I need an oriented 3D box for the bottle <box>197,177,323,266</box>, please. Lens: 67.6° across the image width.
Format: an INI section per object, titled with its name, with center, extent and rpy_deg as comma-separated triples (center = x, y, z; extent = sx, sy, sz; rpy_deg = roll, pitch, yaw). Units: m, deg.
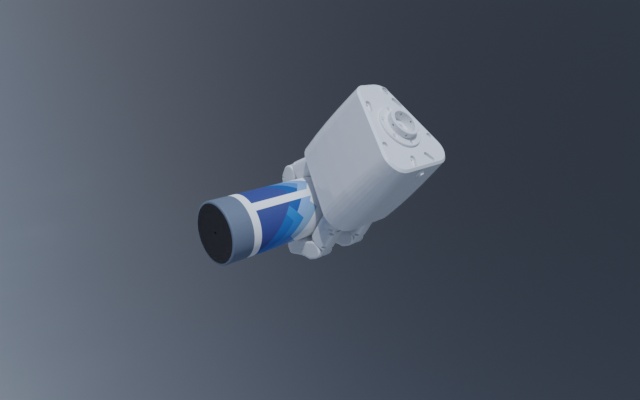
[bottle]
center = 0.000, 0.002, 0.570
extent = 0.295, 0.069, 0.069
rpy_deg = -16, 11, -42
